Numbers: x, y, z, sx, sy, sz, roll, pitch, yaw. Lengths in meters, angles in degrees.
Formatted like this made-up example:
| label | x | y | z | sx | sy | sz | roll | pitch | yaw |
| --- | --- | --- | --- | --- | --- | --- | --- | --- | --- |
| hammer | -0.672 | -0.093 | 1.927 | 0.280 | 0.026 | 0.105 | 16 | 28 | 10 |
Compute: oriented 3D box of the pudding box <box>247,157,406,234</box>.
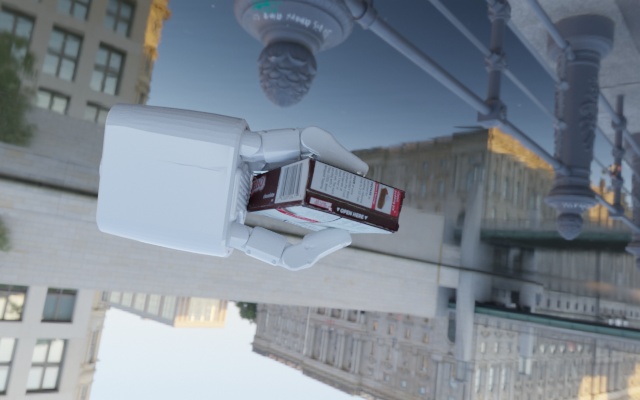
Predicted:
| label | x | y | z | sx | sy | sz | roll | pitch | yaw |
| --- | --- | --- | --- | --- | --- | --- | --- | --- | --- |
| pudding box | 0.000 | 0.001 | 0.400 | 0.090 | 0.039 | 0.113 | 16 | -10 | -27 |
